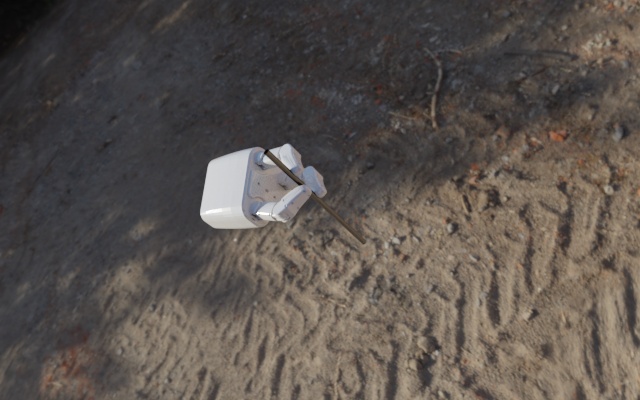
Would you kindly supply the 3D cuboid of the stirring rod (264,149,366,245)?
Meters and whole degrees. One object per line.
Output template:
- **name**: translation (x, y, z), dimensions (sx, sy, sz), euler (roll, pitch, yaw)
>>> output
- **stirring rod**: translation (0.000, 0.002, 0.679), dimensions (0.011, 0.011, 0.240), euler (0, -32, 42)
